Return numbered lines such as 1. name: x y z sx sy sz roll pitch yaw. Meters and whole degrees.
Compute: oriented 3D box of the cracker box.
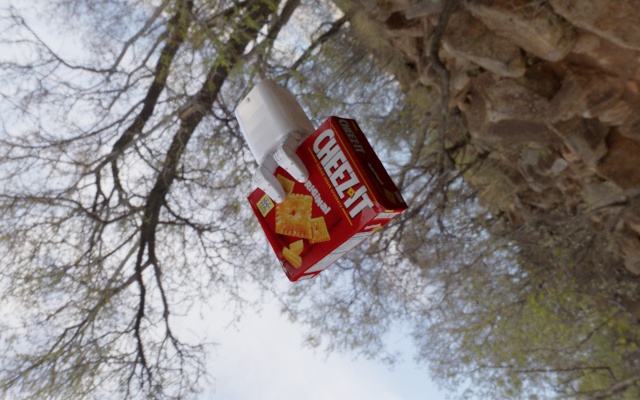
1. cracker box: 0.000 0.002 0.728 0.214 0.164 0.072 -41 -22 32
